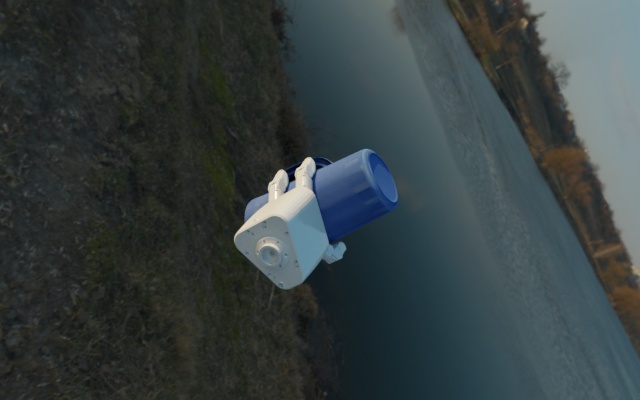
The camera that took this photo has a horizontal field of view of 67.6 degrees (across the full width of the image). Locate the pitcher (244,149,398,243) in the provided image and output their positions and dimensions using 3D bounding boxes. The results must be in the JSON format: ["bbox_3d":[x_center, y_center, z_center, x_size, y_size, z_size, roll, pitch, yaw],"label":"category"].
[{"bbox_3d":[0.000,0.003,0.808,0.243,0.149,0.145,-26,8,25],"label":"pitcher"}]
